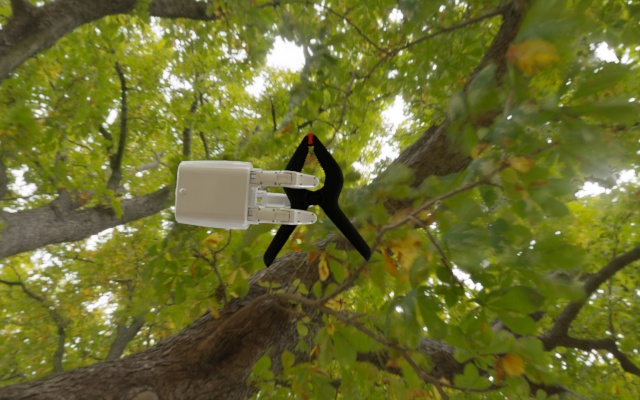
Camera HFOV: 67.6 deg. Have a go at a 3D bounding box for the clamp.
[{"bbox_3d":[0.000,0.002,0.738,0.164,0.210,0.036,4,-3,-3],"label":"clamp"}]
